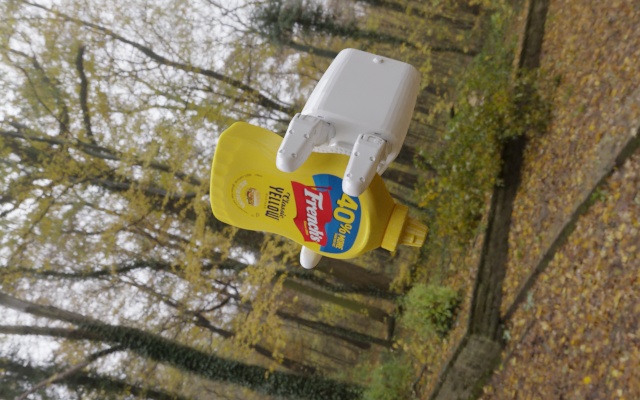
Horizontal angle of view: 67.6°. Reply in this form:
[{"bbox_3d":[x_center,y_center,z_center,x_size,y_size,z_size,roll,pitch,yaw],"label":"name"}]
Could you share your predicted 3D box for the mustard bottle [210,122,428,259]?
[{"bbox_3d":[0.000,0.002,0.423,0.191,0.096,0.058,18,32,9],"label":"mustard bottle"}]
